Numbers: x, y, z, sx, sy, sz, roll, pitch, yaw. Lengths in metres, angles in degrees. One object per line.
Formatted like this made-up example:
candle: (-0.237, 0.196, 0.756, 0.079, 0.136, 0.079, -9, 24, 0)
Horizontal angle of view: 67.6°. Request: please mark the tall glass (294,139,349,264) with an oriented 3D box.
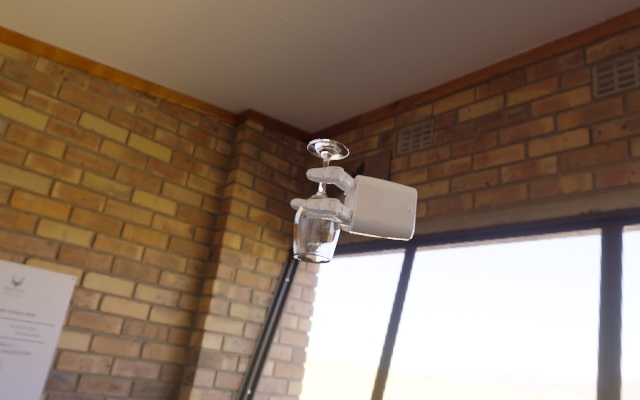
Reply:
tall glass: (0.000, 0.002, 0.809, 0.079, 0.201, 0.079, 8, -19, 3)
